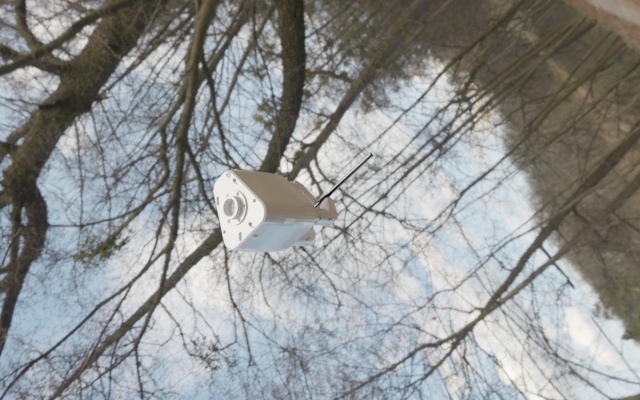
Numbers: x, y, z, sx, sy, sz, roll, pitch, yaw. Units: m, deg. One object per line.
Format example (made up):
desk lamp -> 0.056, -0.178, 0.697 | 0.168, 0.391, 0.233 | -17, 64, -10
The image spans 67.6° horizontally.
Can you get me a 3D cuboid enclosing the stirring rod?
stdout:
stirring rod -> 0.000, 0.002, 0.786 | 0.239, 0.011, 0.011 | -43, -23, 27
